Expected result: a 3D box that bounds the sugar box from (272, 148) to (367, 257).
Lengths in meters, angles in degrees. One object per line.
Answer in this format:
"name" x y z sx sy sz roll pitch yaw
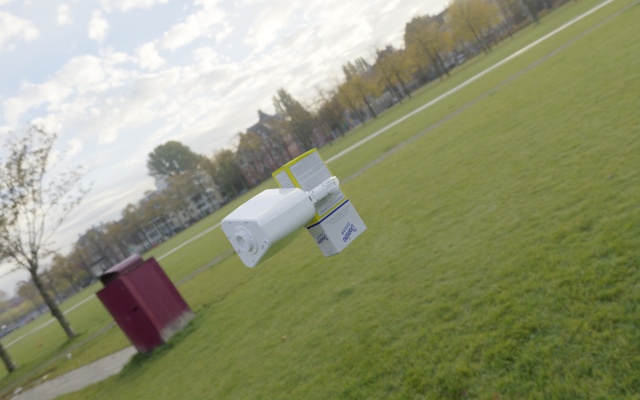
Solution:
"sugar box" 0.000 0.003 0.843 0.048 0.176 0.093 -24 8 48
